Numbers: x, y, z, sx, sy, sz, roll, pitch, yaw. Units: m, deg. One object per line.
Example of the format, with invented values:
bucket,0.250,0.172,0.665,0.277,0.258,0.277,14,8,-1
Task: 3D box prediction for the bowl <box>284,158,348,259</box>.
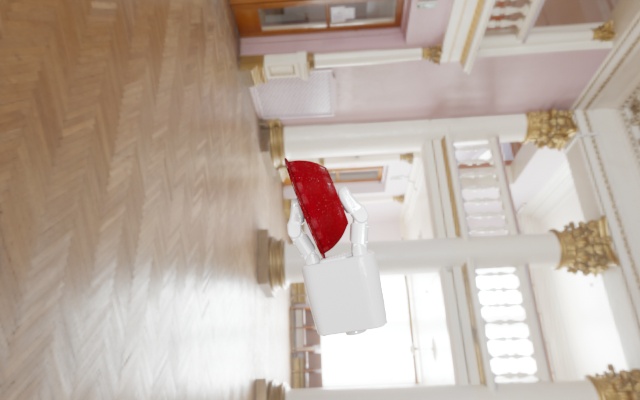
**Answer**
bowl,0.000,0.001,0.714,0.055,0.162,0.162,-22,0,1
